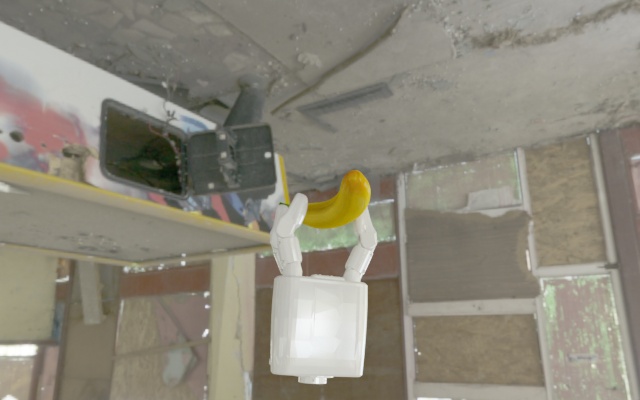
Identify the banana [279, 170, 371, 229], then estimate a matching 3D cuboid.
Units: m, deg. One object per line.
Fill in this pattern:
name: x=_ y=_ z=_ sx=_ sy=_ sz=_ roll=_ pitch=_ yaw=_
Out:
banana: x=0.015 y=0.007 z=0.583 sx=0.069 sy=0.037 sz=0.198 roll=15 pitch=-19 yaw=-25
